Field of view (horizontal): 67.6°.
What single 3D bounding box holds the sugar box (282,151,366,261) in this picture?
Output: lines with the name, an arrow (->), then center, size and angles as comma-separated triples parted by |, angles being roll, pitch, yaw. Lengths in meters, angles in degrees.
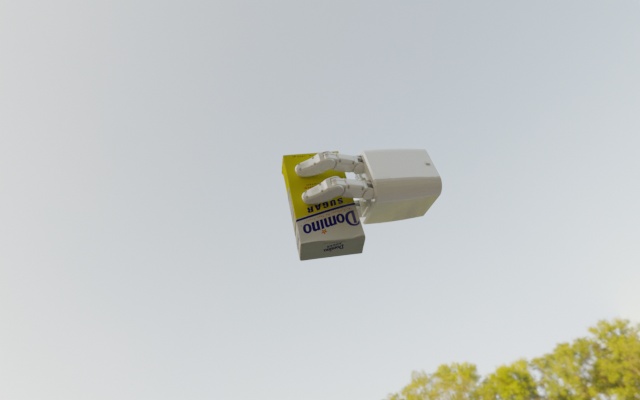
sugar box -> 0.000, 0.002, 0.707 | 0.093, 0.176, 0.048 | -6, -43, -11
